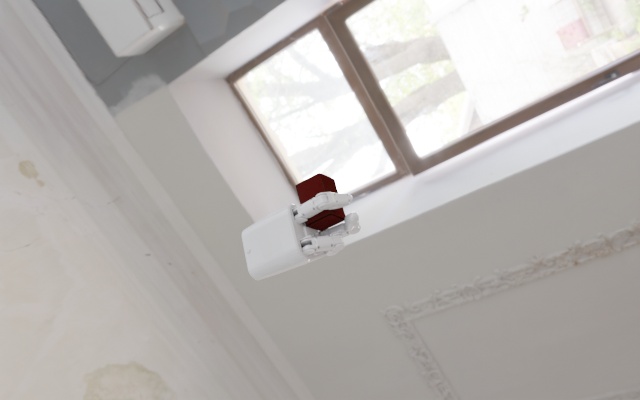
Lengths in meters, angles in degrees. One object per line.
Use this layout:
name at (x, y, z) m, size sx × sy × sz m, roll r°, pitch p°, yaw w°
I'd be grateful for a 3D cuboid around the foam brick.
foam brick at (0.000, 0.002, 0.789) m, size 0.051 × 0.078 × 0.053 m, roll -26°, pitch -25°, yaw 25°
